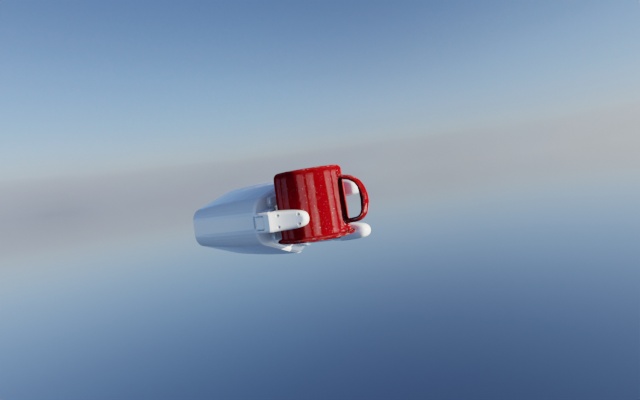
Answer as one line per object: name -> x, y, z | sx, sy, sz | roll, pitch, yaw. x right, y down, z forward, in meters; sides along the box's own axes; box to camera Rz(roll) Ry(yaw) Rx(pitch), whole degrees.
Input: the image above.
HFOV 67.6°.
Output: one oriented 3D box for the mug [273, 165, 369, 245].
mug -> 0.001, 0.001, 0.558 | 0.117, 0.081, 0.093 | -8, 2, 29
